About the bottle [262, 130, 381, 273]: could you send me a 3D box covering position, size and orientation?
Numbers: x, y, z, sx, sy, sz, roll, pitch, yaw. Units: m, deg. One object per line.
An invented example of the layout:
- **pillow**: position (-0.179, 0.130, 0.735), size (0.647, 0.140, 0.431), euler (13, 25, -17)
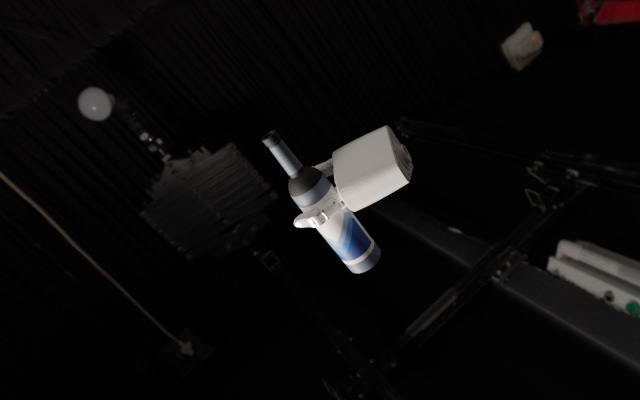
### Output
- **bottle**: position (0.000, 0.003, 0.812), size (0.069, 0.296, 0.069), euler (-30, 26, 16)
